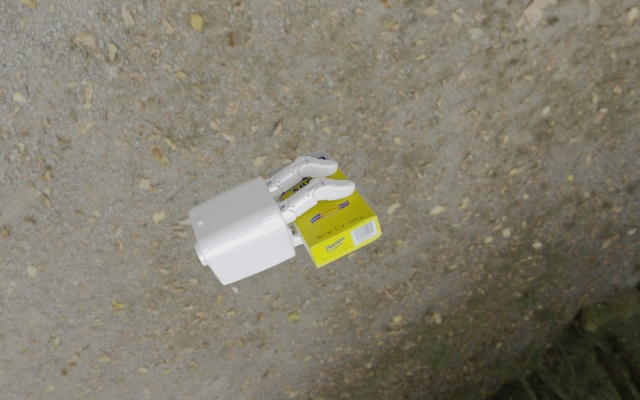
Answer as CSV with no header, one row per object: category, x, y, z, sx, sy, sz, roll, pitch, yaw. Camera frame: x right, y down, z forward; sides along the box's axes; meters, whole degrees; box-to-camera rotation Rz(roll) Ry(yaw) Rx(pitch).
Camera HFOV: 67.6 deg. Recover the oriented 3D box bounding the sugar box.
sugar box,0.000,0.002,0.642,0.093,0.048,0.176,-25,43,-8
